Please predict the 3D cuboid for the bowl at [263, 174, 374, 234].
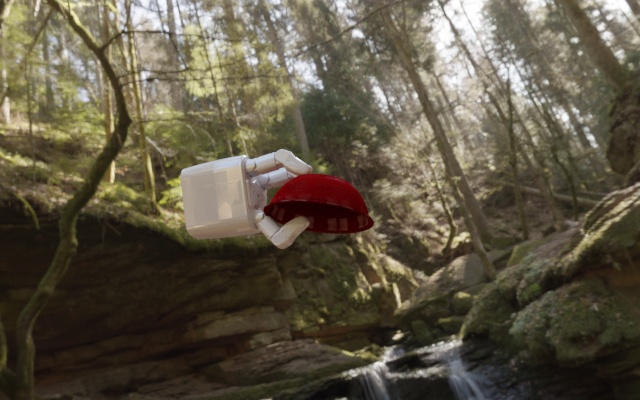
[{"bbox_3d":[0.001,0.002,0.700,0.162,0.055,0.162,7,-18,2],"label":"bowl"}]
